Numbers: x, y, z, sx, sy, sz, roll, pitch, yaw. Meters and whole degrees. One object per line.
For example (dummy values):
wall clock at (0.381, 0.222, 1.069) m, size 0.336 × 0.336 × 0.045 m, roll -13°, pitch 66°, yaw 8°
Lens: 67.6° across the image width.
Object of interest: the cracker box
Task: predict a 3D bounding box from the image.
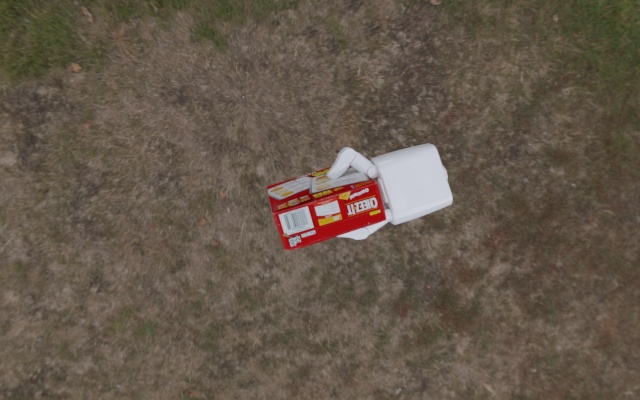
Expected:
cracker box at (0.000, 0.003, 0.807) m, size 0.164 × 0.072 × 0.213 m, roll -17°, pitch 14°, yaw -5°
